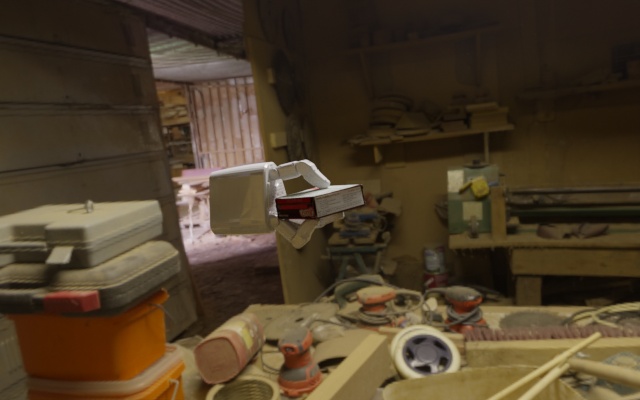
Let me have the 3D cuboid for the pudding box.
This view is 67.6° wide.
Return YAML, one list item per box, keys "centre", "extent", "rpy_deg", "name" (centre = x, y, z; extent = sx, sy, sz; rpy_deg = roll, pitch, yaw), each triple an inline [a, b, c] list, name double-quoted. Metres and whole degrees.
- centre: [0.000, 0.002, 0.743]
  extent: [0.113, 0.039, 0.090]
  rpy_deg: [-17, 11, -43]
  name: "pudding box"
